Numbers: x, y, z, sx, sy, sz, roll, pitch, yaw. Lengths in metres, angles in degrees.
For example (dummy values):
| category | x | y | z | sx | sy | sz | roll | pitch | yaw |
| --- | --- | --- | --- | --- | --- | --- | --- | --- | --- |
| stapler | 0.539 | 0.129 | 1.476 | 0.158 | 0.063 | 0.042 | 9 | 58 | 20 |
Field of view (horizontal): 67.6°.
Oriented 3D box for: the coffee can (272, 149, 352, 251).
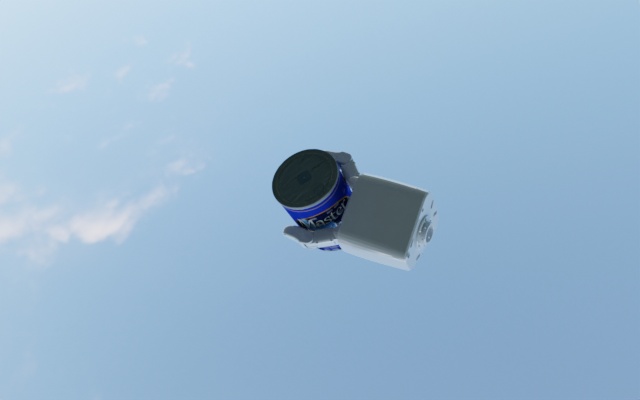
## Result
| category | x | y | z | sx | sy | sz | roll | pitch | yaw |
| --- | --- | --- | --- | --- | --- | --- | --- | --- | --- |
| coffee can | 0.000 | 0.002 | 0.740 | 0.103 | 0.102 | 0.140 | 0 | -31 | 24 |
